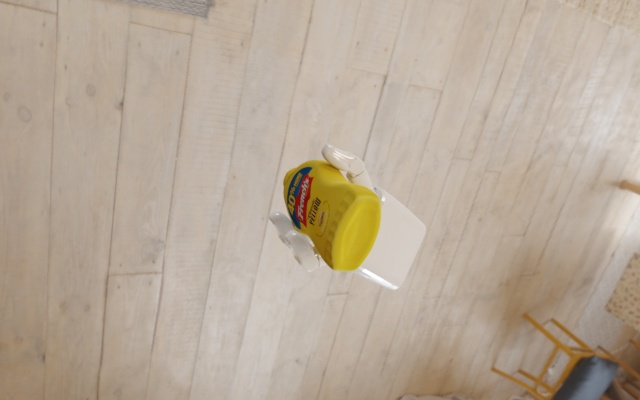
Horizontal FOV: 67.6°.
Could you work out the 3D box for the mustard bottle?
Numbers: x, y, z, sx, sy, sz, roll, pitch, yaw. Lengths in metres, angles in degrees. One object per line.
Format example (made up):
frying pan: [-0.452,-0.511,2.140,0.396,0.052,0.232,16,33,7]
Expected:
mustard bottle: [0.000,0.002,0.595,0.058,0.096,0.191,5,21,-29]
